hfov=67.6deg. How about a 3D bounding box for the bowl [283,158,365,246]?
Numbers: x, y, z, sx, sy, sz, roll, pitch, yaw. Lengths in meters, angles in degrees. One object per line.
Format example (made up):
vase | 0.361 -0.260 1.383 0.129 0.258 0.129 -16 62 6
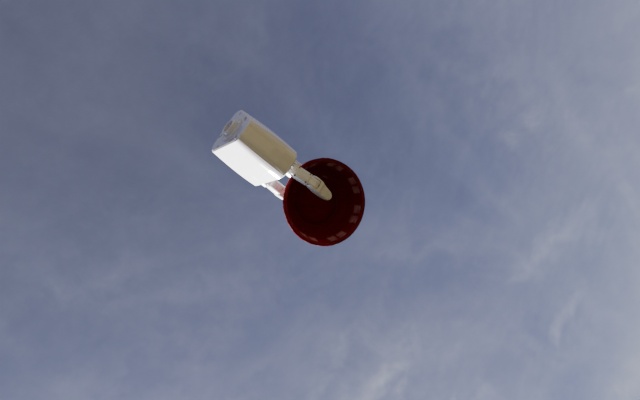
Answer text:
bowl | 0.001 0.004 0.895 0.162 0.162 0.055 0 0 -21
